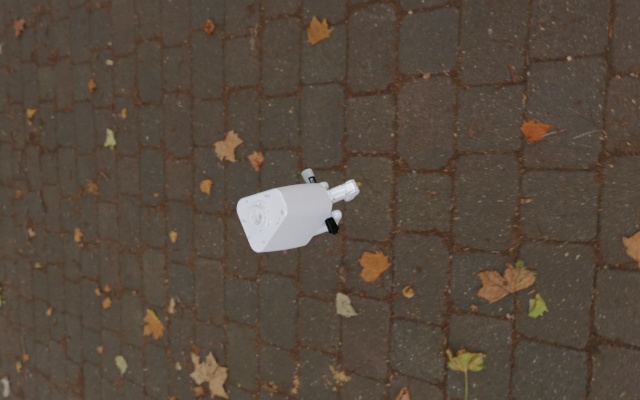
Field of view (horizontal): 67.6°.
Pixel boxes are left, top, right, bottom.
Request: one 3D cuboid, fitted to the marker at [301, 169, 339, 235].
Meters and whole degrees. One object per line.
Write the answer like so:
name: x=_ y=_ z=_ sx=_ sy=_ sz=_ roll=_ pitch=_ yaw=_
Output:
marker: x=0.000 y=0.003 z=0.800 sx=0.020 sy=0.121 sz=0.020 roll=-23 pitch=-16 yaw=-7
